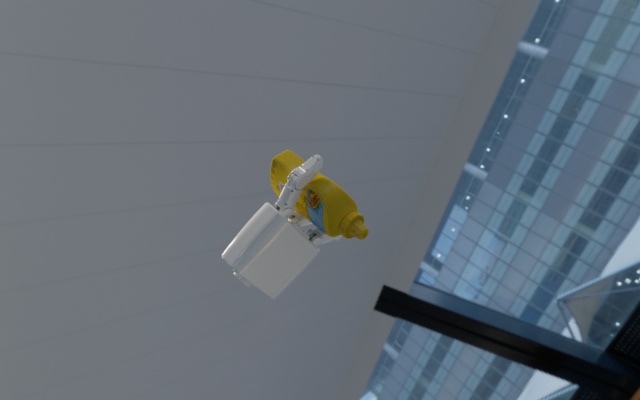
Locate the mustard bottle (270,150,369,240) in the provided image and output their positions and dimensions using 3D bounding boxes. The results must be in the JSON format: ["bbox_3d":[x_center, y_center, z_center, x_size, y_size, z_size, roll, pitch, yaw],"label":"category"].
[{"bbox_3d":[0.000,0.002,0.734,0.058,0.096,0.191,-33,50,-25],"label":"mustard bottle"}]
